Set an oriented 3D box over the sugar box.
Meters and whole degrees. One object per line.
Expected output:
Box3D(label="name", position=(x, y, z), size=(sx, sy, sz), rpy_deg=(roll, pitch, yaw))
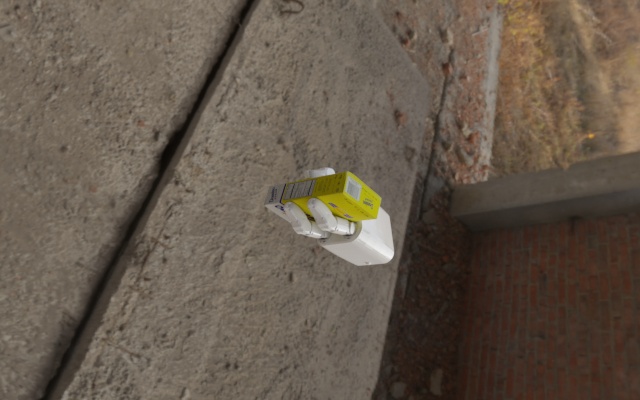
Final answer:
Box3D(label="sugar box", position=(0.000, 0.003, 0.784), size=(0.176, 0.048, 0.093), rpy_deg=(-12, -36, 41))
